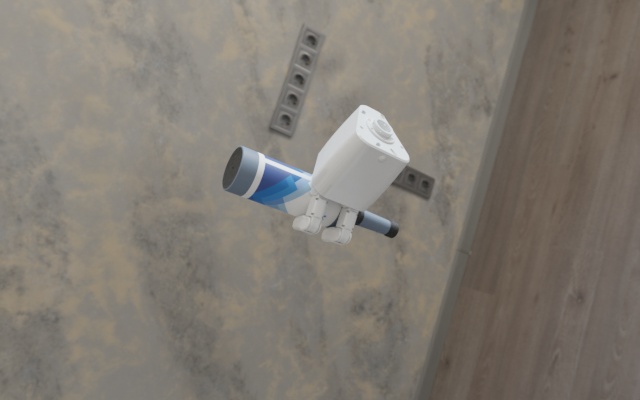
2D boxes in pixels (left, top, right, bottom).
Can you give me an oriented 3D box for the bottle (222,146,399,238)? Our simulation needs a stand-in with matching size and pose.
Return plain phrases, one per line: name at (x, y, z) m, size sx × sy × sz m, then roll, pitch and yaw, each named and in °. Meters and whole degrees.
bottle at (0.000, 0.002, 0.726) m, size 0.296 × 0.069 × 0.069 m, roll 21°, pitch -10°, yaw -27°
